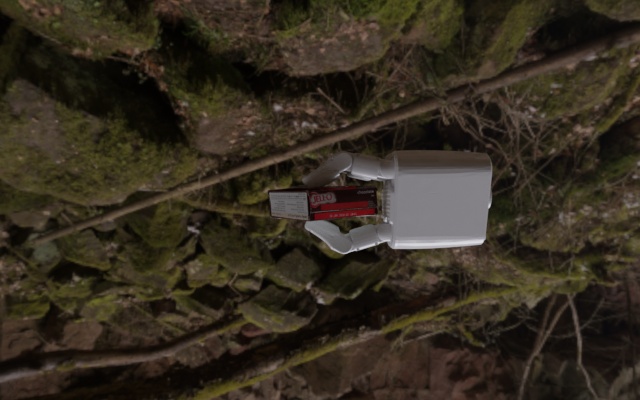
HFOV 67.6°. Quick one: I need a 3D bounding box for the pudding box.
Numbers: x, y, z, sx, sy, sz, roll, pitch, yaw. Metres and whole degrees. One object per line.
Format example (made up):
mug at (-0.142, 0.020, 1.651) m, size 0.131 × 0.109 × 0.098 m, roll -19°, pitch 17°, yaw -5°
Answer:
pudding box at (0.000, 0.002, 0.562) m, size 0.090 × 0.039 × 0.113 m, roll -3°, pitch 0°, yaw -29°
